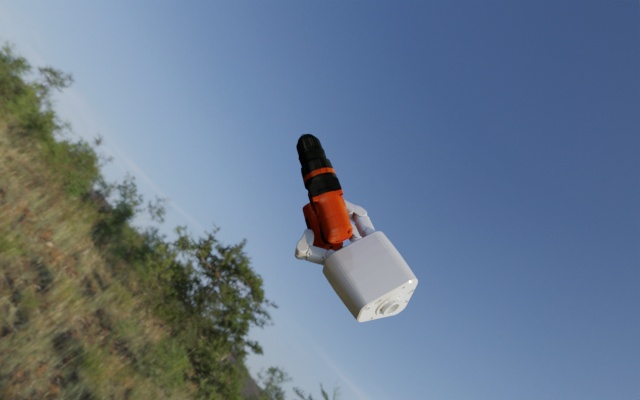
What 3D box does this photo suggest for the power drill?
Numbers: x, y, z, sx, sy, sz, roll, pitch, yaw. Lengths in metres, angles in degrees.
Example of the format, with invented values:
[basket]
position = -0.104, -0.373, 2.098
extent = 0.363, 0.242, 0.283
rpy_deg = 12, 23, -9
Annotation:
[power drill]
position = 0.000, 0.003, 0.802
extent = 0.057, 0.184, 0.188
rpy_deg = -15, -20, -6
